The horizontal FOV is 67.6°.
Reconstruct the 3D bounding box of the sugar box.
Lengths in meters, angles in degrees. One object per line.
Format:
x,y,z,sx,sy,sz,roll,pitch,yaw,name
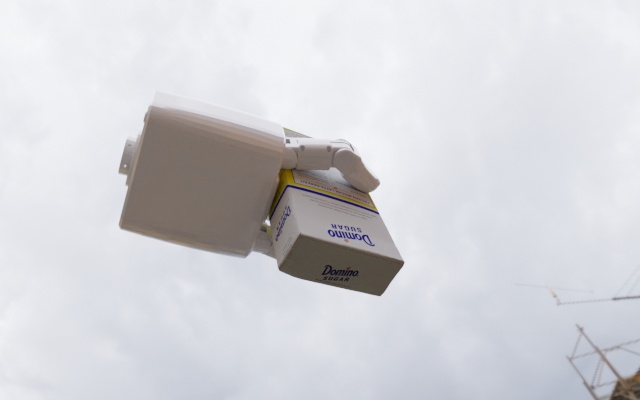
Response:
0.000,0.002,0.421,0.093,0.048,0.176,17,31,-23,sugar box
